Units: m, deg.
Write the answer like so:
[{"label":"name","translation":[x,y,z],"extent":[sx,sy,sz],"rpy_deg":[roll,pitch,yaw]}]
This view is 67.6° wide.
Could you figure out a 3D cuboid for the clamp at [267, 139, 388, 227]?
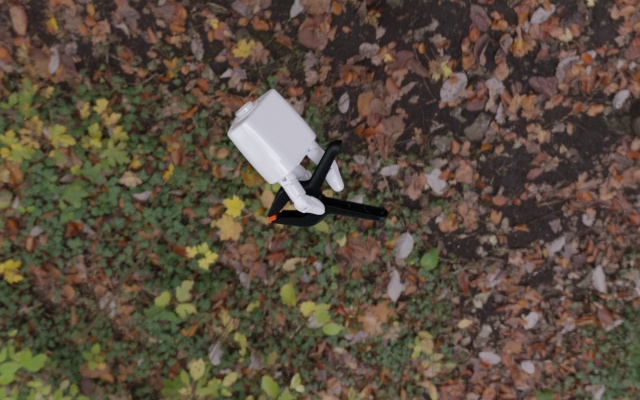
[{"label":"clamp","translation":[-0.001,0.003,0.816],"extent":[0.210,0.164,0.036],"rpy_deg":[-28,24,32]}]
